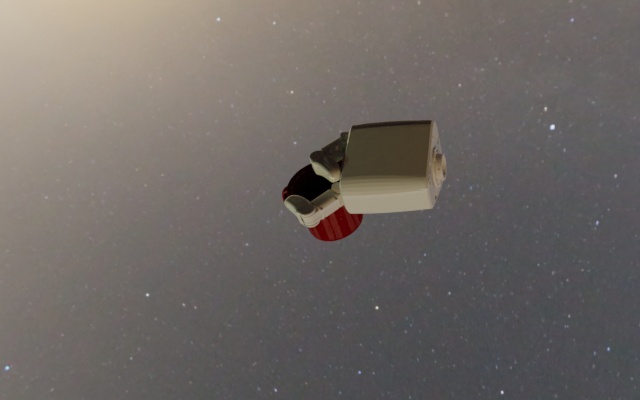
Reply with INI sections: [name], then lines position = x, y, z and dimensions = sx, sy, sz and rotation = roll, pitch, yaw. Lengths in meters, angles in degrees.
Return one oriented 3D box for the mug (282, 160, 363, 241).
[mug]
position = -0.001, 0.002, 0.667
dimensions = 0.117, 0.082, 0.093
rotation = -1, 42, 27
